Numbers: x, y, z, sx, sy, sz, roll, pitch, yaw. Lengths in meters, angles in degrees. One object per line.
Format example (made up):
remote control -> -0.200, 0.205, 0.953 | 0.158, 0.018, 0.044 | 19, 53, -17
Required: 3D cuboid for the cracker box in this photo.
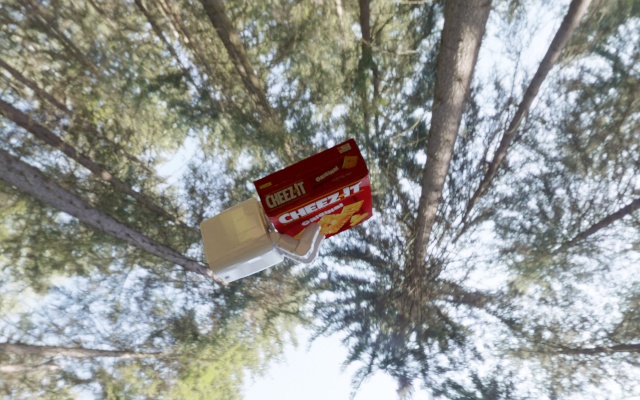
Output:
cracker box -> 0.000, 0.002, 0.787 | 0.164, 0.072, 0.214 | -24, -21, -1
